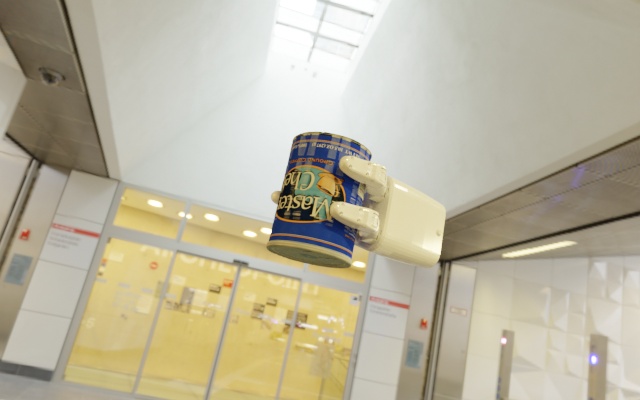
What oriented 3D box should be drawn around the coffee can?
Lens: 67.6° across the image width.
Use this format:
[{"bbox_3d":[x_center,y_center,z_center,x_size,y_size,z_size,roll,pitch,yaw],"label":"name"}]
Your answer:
[{"bbox_3d":[0.000,0.002,0.581,0.103,0.140,0.103,11,-16,3],"label":"coffee can"}]
